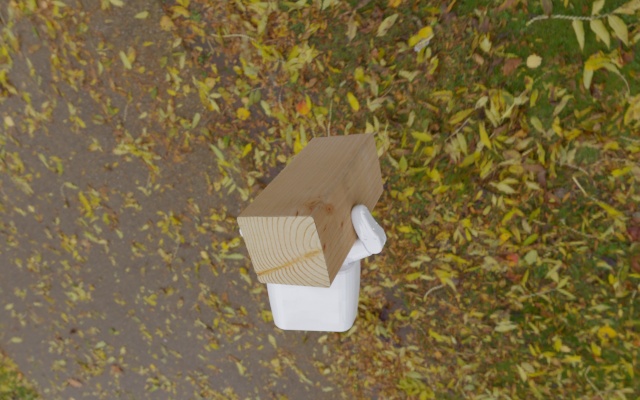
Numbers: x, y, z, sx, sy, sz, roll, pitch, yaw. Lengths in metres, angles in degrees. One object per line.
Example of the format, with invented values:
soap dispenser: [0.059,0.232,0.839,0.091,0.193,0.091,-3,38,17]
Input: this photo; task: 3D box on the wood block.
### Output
wood block: [0.000,0.002,0.572,0.091,0.090,0.206,0,30,25]
